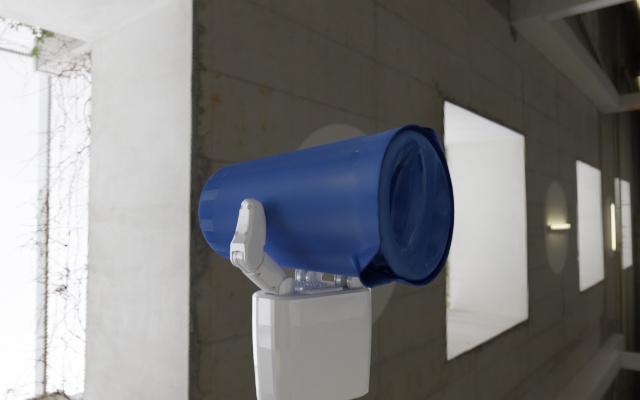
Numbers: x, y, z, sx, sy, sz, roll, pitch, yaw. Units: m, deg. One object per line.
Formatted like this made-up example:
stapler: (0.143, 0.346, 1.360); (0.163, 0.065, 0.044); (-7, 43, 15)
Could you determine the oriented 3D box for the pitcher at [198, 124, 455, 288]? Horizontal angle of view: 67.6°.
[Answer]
pitcher: (0.000, 0.002, 0.471); (0.243, 0.145, 0.149); (-2, -2, 39)
